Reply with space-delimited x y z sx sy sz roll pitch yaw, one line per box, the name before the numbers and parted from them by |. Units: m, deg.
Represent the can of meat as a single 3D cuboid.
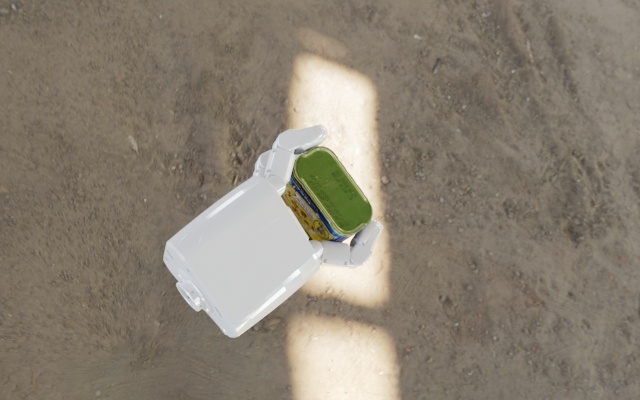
can of meat | 0.000 0.002 0.511 0.057 0.102 0.084 -35 -3 -27
